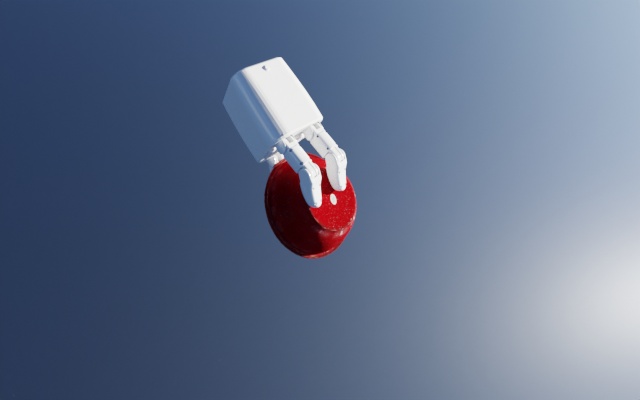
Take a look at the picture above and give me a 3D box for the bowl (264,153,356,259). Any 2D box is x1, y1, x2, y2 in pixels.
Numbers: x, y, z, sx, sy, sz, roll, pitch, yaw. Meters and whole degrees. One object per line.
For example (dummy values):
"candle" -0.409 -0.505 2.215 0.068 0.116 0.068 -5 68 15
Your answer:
"bowl" 0.001 0.003 0.698 0.162 0.162 0.055 0 -10 -39
